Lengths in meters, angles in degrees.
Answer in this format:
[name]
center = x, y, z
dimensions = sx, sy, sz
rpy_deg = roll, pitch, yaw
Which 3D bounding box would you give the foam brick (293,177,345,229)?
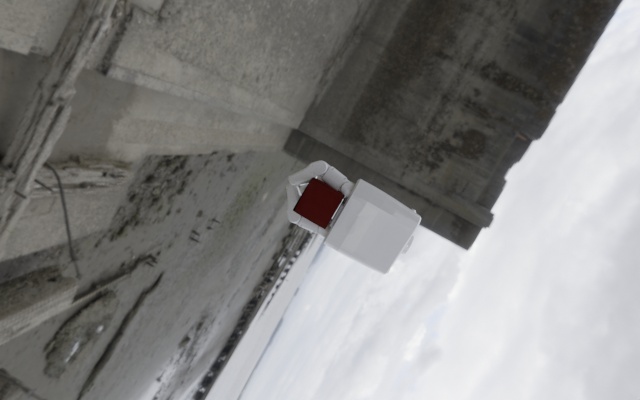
[foam brick]
center = 0.000, 0.002, 0.670
dimensions = 0.051, 0.053, 0.078
rpy_deg = 31, 5, 2
